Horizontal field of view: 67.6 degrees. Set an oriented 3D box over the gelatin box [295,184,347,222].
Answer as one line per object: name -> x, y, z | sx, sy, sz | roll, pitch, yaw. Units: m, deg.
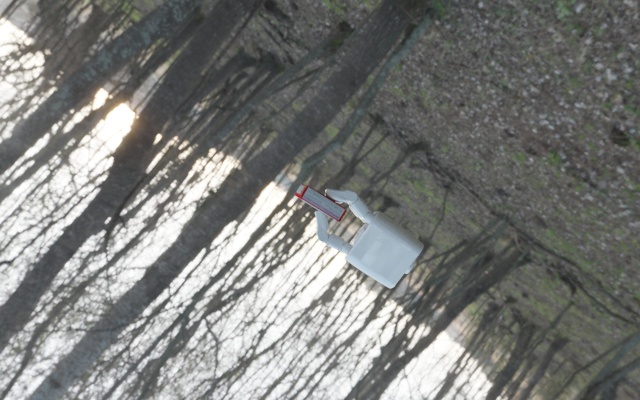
gelatin box -> 0.000, 0.003, 0.898 | 0.089, 0.030, 0.073 | 31, -1, -12
